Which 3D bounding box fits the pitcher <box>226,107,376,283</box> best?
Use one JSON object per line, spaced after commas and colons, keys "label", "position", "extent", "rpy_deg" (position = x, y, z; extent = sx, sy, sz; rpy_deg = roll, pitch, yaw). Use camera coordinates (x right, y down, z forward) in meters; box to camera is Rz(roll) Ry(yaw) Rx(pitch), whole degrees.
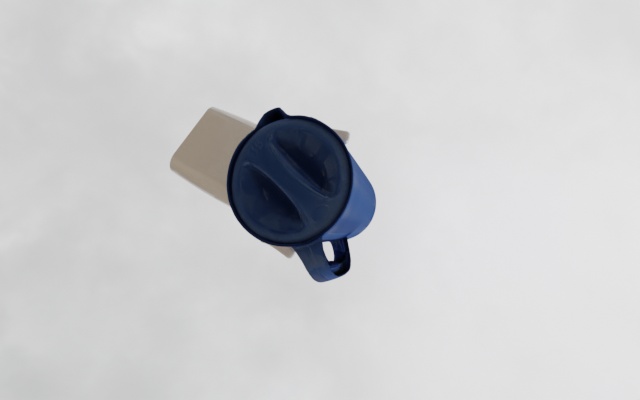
{"label": "pitcher", "position": [0.000, 0.002, 0.580], "extent": [0.145, 0.149, 0.243], "rpy_deg": [25, 1, 17]}
